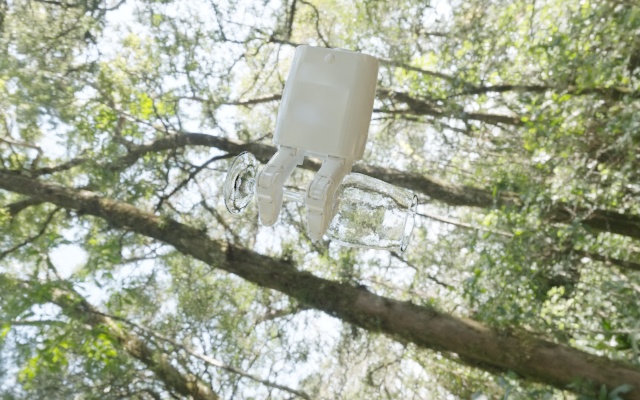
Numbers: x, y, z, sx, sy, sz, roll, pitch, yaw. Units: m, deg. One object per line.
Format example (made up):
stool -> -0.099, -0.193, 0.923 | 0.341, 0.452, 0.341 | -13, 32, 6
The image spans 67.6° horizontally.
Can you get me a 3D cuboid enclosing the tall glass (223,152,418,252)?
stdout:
tall glass -> -0.001, 0.002, 0.519 | 0.201, 0.079, 0.079 | 14, 4, 18
